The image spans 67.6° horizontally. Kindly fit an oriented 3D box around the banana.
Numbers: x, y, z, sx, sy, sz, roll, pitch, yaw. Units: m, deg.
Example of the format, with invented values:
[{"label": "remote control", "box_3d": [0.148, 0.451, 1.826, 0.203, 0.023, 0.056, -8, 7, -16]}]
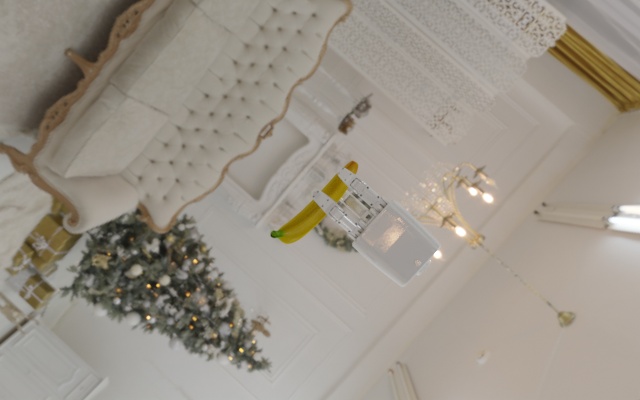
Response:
[{"label": "banana", "box_3d": [-0.005, 0.012, 0.800, 0.197, 0.037, 0.070, -44, -9, -22]}]
